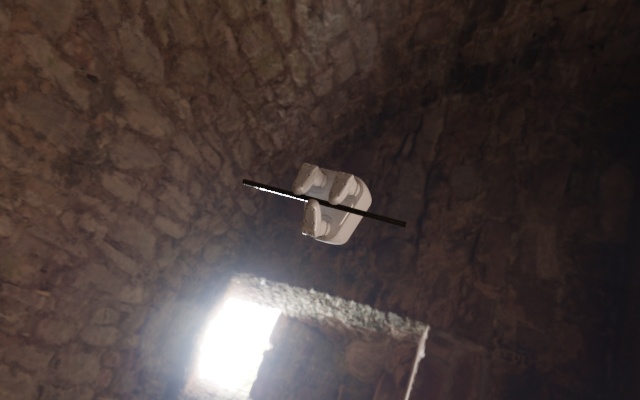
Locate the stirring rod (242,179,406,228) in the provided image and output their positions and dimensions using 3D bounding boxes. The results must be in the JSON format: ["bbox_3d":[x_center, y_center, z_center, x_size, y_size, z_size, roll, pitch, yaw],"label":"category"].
[{"bbox_3d":[0.000,0.002,0.661,0.239,0.011,0.011,15,4,16],"label":"stirring rod"}]
